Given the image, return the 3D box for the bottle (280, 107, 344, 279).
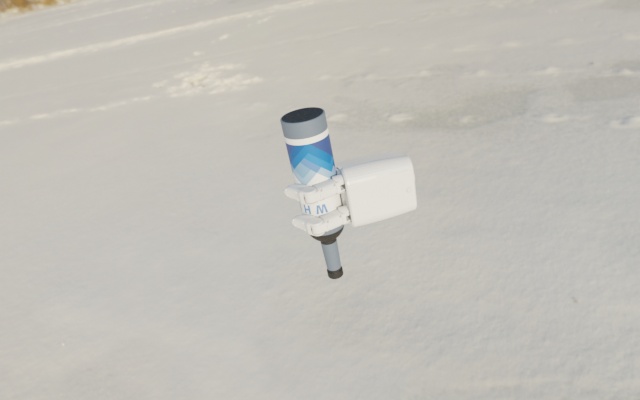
[{"bbox_3d":[0.000,0.002,0.764,0.069,0.296,0.069,-9,29,5],"label":"bottle"}]
